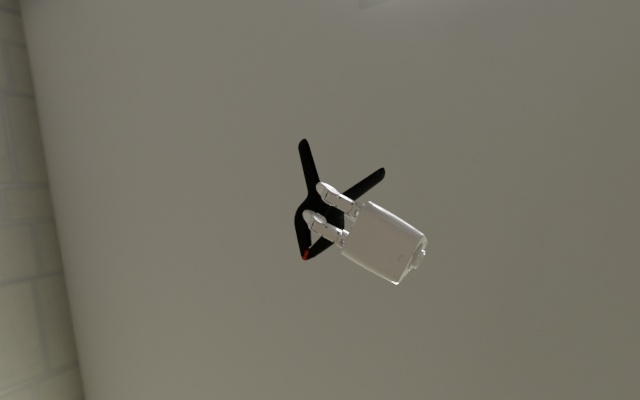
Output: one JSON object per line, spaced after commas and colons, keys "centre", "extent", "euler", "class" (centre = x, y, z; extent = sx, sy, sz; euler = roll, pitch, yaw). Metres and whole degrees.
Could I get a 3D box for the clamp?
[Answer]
{"centre": [0.000, 0.003, 0.844], "extent": [0.164, 0.210, 0.036], "euler": [30, 14, 19], "class": "clamp"}
